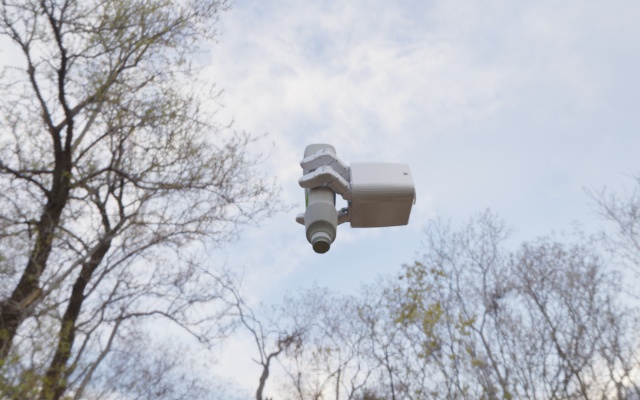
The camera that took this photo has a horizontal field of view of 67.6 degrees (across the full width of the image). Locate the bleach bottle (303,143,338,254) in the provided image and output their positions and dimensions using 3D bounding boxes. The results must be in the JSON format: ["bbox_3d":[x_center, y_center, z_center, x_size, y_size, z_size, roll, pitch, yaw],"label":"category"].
[{"bbox_3d":[0.000,0.003,0.834,0.068,0.103,0.250,0,37,0],"label":"bleach bottle"}]
